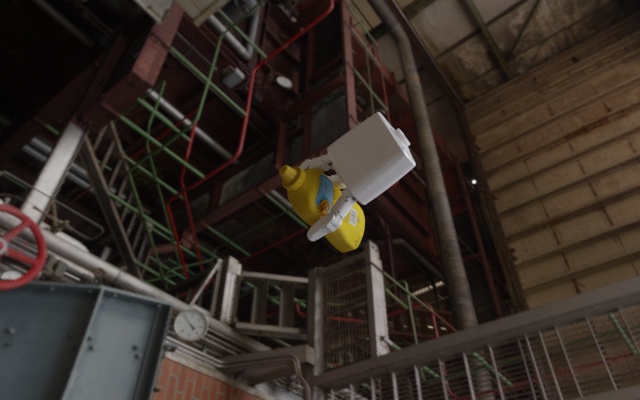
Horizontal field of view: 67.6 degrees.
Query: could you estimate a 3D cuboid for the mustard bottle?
[{"bbox_3d":[0.000,0.003,0.803,0.058,0.096,0.192,-18,-45,34],"label":"mustard bottle"}]
